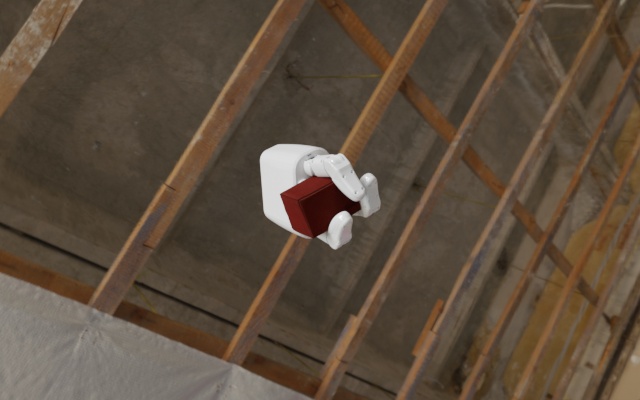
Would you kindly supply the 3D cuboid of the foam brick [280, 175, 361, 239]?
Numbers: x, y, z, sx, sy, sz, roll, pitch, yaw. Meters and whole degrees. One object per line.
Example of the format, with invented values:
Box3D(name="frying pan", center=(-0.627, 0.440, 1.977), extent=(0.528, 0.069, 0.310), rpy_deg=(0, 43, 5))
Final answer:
Box3D(name="foam brick", center=(0.000, 0.002, 0.579), extent=(0.078, 0.053, 0.051), rpy_deg=(-29, 24, -26))
